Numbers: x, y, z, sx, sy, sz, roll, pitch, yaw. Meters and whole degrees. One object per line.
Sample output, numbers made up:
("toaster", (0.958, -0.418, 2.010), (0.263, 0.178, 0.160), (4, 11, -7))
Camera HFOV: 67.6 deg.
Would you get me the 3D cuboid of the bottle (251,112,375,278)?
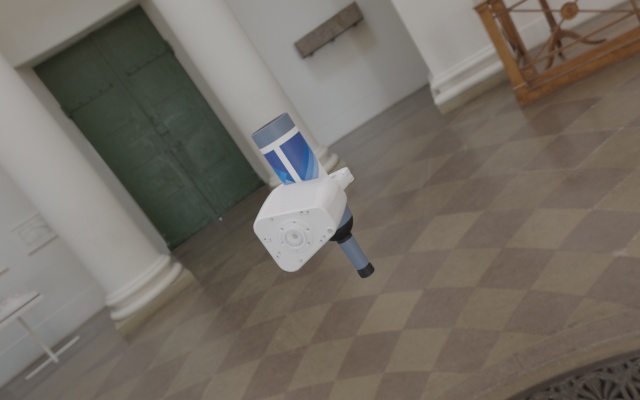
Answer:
("bottle", (0.000, 0.002, 0.761), (0.069, 0.296, 0.069), (-31, 14, 9))
